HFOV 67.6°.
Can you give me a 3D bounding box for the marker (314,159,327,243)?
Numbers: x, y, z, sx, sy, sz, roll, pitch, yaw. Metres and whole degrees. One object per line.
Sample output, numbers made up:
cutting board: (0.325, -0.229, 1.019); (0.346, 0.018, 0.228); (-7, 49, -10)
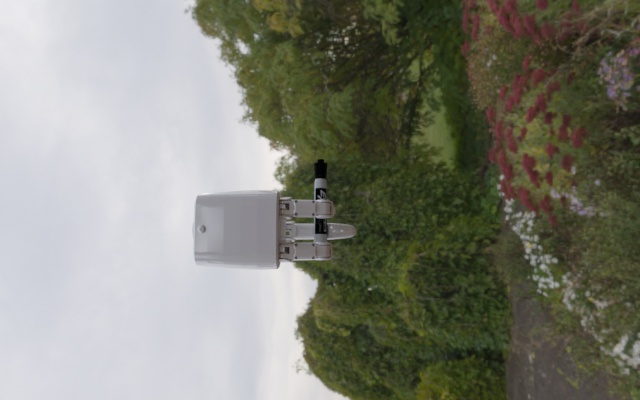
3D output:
marker: (0.000, 0.002, 0.667); (0.020, 0.121, 0.020); (0, -6, 0)
